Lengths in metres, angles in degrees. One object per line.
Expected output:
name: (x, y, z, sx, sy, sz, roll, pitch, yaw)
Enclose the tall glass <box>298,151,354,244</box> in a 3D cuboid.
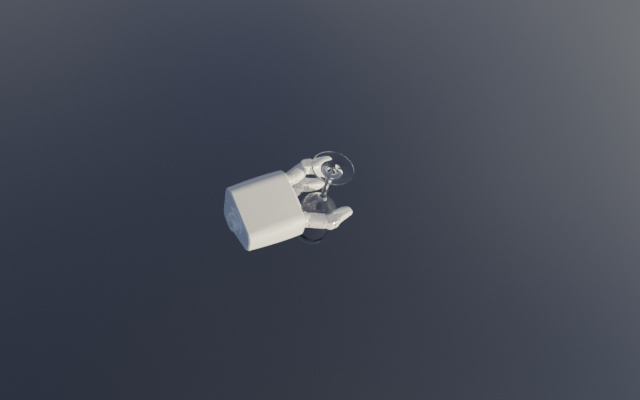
tall glass: (0.000, 0.003, 0.889, 0.079, 0.079, 0.201, 0, -36, -15)
